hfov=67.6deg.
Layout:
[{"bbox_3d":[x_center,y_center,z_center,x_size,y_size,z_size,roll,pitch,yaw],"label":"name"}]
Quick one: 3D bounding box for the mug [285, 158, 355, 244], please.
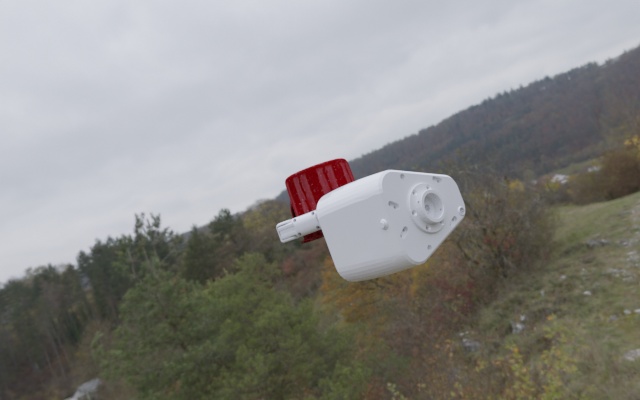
[{"bbox_3d":[-0.001,0.002,0.592,0.093,0.081,0.117,-18,-4,-37],"label":"mug"}]
